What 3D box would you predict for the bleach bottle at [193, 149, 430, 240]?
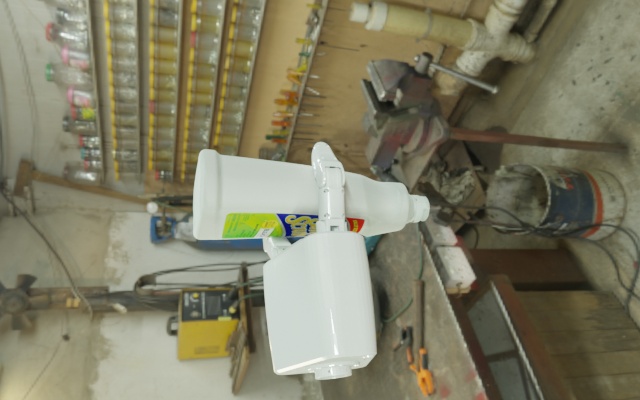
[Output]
[{"bbox_3d":[0.000,0.002,0.495,0.251,0.068,0.103,2,-26,-18],"label":"bleach bottle"}]
